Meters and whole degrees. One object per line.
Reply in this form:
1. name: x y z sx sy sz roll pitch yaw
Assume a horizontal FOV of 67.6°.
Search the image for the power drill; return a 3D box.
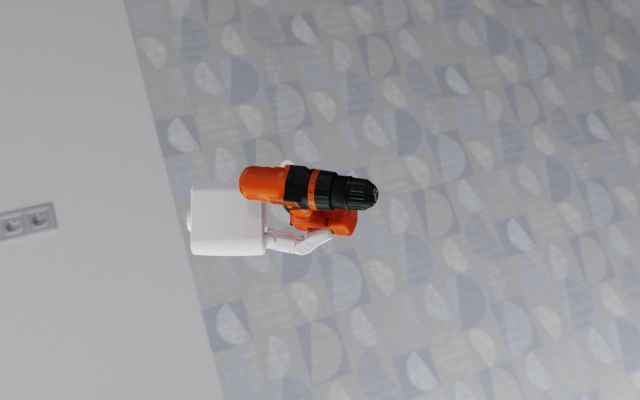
1. power drill: 0.000 0.002 0.674 0.184 0.057 0.188 8 -15 17
